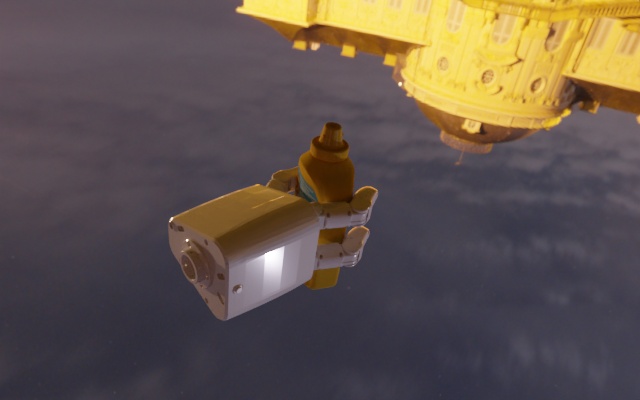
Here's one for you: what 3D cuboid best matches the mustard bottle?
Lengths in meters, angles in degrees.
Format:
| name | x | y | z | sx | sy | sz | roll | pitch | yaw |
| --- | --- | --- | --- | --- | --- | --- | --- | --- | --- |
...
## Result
| name | x | y | z | sx | sy | sz | roll | pitch | yaw |
| --- | --- | --- | --- | --- | --- | --- | --- | --- | --- |
| mustard bottle | 0.000 | 0.002 | 0.544 | 0.058 | 0.192 | 0.096 | -4 | 35 | -19 |
